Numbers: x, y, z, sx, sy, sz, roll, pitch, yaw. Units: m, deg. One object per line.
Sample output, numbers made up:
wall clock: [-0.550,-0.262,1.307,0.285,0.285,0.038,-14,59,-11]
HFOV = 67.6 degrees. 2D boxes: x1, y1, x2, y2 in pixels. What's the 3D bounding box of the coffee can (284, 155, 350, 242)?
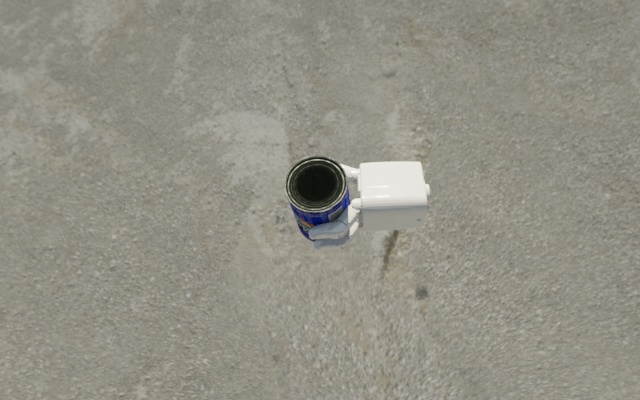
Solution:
coffee can: [0.000,0.003,0.816,0.103,0.102,0.140,0,-25,7]
